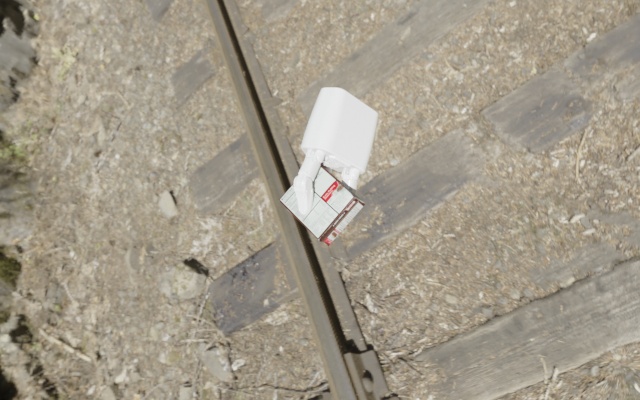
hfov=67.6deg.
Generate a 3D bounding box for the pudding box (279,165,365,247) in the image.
[{"bbox_3d":[0.000,0.002,0.754,0.113,0.090,0.039,43,5,36],"label":"pudding box"}]
